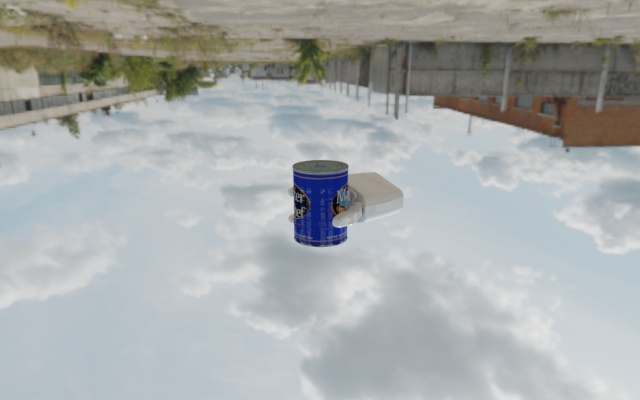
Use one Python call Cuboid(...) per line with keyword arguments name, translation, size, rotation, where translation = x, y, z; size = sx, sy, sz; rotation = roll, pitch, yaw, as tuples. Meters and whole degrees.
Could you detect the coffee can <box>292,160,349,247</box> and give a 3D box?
Cuboid(name="coffee can", translation=(0.000, 0.003, 0.884), size=(0.103, 0.140, 0.102), rotation=(0, 16, 0))
